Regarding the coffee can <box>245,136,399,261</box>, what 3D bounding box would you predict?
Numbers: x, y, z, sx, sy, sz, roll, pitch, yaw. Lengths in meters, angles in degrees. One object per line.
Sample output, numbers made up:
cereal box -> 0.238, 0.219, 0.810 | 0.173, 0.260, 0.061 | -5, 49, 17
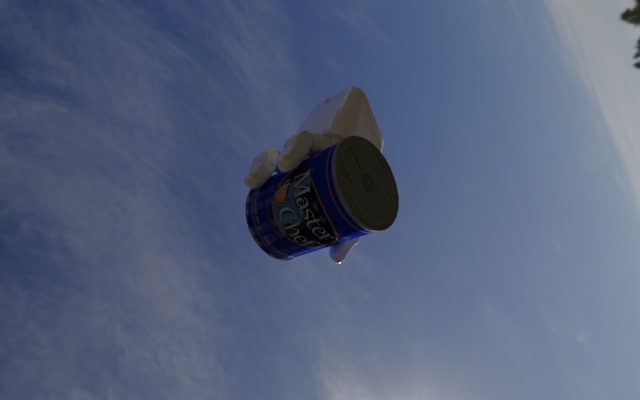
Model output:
coffee can -> 0.000, 0.002, 0.531 | 0.140, 0.102, 0.103 | -22, -14, 39
